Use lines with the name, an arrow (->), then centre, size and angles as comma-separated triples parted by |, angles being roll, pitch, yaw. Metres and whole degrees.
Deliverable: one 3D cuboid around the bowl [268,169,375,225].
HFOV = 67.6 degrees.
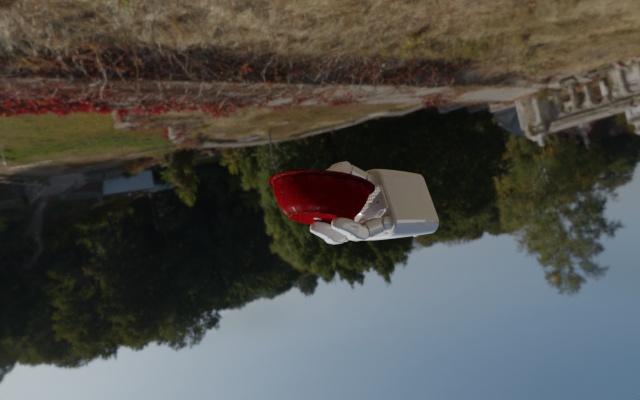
bowl -> -0.001, 0.003, 0.715 | 0.162, 0.055, 0.162 | 4, -13, 1
